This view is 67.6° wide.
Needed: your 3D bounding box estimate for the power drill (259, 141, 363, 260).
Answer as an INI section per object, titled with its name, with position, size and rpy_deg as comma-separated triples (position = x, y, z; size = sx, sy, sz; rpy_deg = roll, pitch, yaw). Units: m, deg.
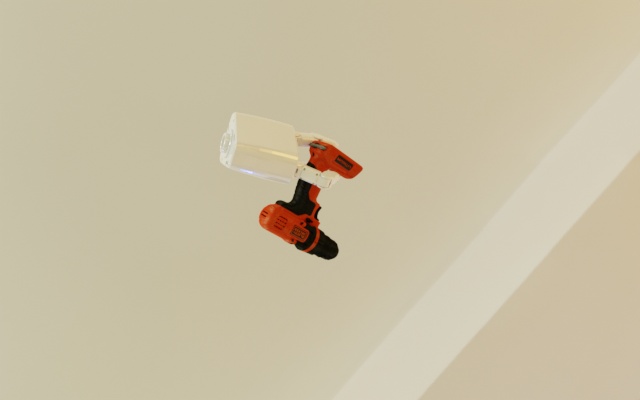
[power drill]
position = 0.000, 0.002, 0.855
size = 0.184, 0.187, 0.057
rpy_deg = 33, -7, -40
